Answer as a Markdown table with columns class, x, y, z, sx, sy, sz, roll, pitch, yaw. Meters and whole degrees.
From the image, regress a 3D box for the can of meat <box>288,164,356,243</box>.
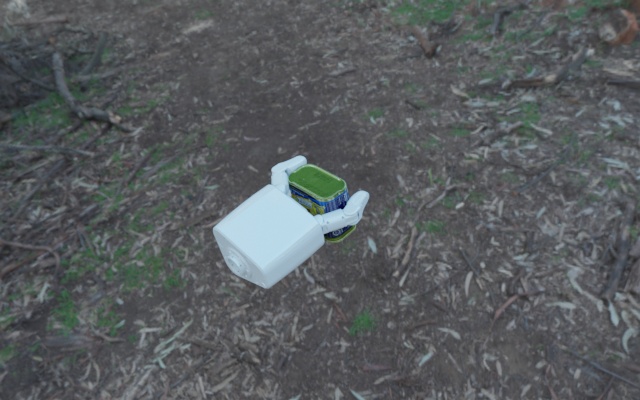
| class | x | y | z | sx | sy | sz | roll | pitch | yaw |
| --- | --- | --- | --- | --- | --- | --- | --- | --- | --- |
| can of meat | 0.000 | 0.002 | 0.719 | 0.057 | 0.084 | 0.102 | -36 | 45 | -26 |
